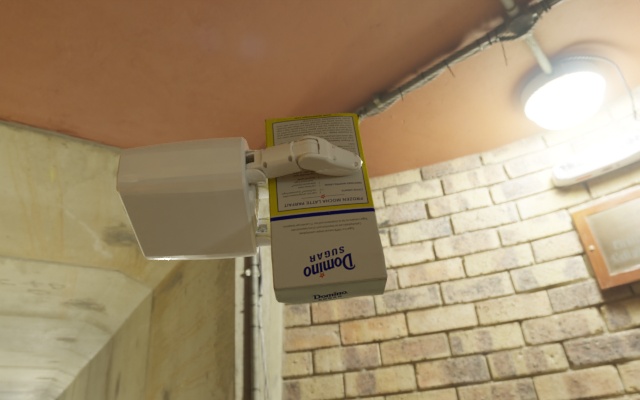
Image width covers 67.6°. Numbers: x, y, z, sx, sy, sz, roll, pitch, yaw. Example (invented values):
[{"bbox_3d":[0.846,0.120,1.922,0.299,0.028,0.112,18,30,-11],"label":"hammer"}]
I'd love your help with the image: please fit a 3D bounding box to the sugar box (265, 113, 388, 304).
[{"bbox_3d":[0.000,0.002,0.432,0.093,0.176,0.048,-5,-30,-1],"label":"sugar box"}]
